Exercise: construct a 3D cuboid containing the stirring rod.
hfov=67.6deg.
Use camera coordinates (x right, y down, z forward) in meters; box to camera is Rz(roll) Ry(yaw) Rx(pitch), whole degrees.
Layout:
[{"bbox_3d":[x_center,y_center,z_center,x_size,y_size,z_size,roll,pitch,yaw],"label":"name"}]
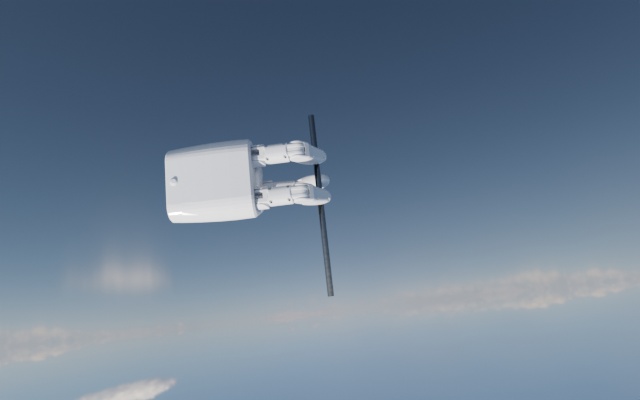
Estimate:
[{"bbox_3d":[0.000,0.002,0.617,0.011,0.239,0.011,-6,-13,-1],"label":"stirring rod"}]
